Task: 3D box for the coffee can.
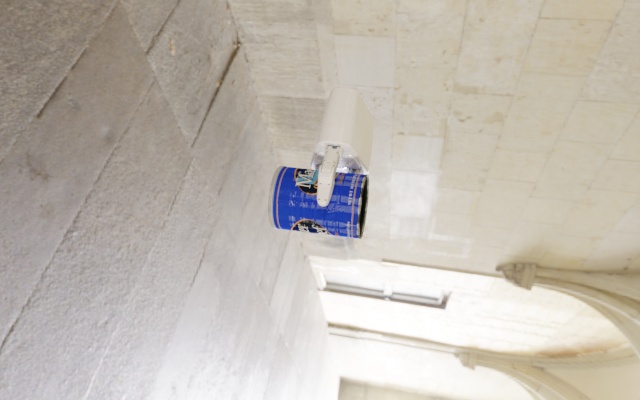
[{"bbox_3d":[0.000,0.003,0.753,0.140,0.103,0.103,6,1,11],"label":"coffee can"}]
